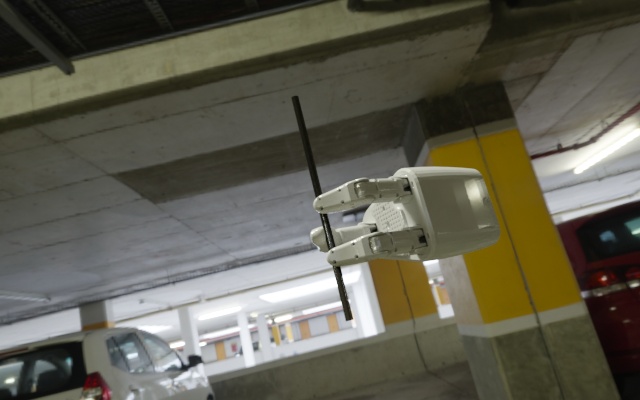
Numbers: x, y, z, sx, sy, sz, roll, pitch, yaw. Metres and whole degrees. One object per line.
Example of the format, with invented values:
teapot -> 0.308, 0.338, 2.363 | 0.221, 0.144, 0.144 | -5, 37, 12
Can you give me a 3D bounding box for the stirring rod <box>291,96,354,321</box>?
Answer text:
stirring rod -> 0.000, 0.002, 0.485 | 0.011, 0.239, 0.011 | -13, -15, -3
